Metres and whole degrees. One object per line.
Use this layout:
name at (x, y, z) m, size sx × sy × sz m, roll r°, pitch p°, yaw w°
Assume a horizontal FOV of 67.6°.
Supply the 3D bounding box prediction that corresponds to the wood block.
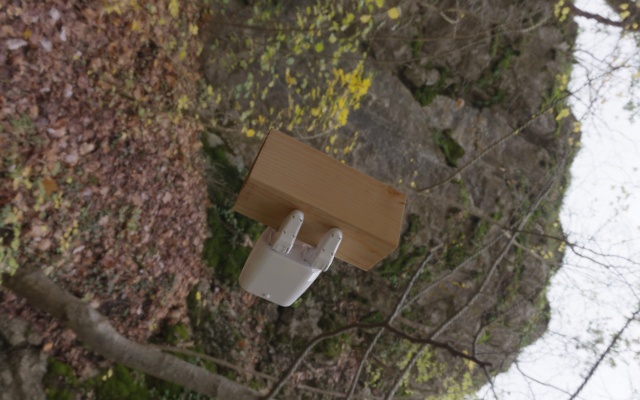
wood block at (0.000, 0.002, 0.644) m, size 0.206 × 0.090 × 0.090 m, roll 25°, pitch -37°, yaw -11°
